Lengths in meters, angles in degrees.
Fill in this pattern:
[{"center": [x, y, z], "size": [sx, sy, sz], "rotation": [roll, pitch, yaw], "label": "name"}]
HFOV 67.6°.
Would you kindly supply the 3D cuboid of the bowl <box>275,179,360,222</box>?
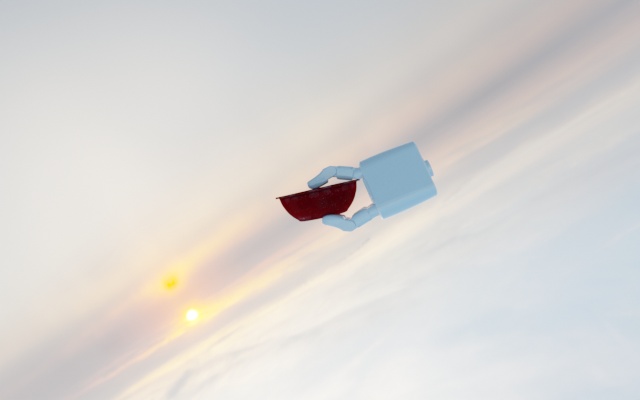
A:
[{"center": [-0.001, 0.004, 0.888], "size": [0.162, 0.055, 0.162], "rotation": [-12, 2, 0], "label": "bowl"}]
